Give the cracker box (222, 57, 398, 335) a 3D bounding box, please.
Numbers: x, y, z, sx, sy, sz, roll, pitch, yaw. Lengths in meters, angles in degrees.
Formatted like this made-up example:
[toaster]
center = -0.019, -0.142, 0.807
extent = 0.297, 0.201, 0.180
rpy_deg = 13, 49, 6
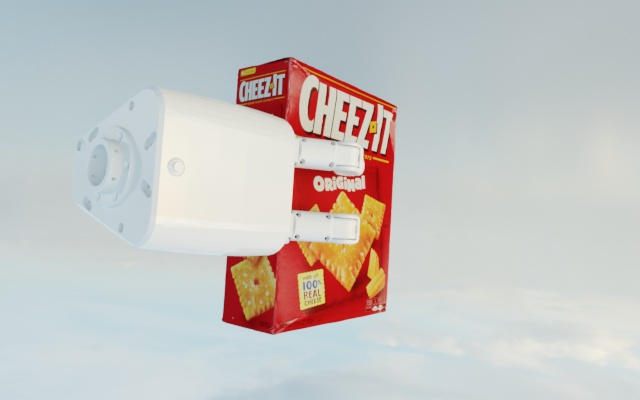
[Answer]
[cracker box]
center = 0.000, 0.002, 0.436
extent = 0.072, 0.213, 0.164
rpy_deg = 1, -4, 39
